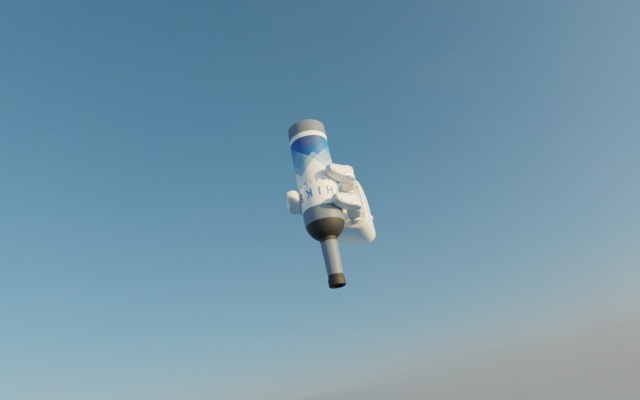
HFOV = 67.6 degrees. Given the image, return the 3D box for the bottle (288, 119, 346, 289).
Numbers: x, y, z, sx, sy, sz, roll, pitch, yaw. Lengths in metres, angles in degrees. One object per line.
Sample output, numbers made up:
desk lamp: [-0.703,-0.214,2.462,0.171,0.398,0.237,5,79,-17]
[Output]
bottle: [0.000,0.002,0.802,0.069,0.295,0.069,-9,-26,-5]
